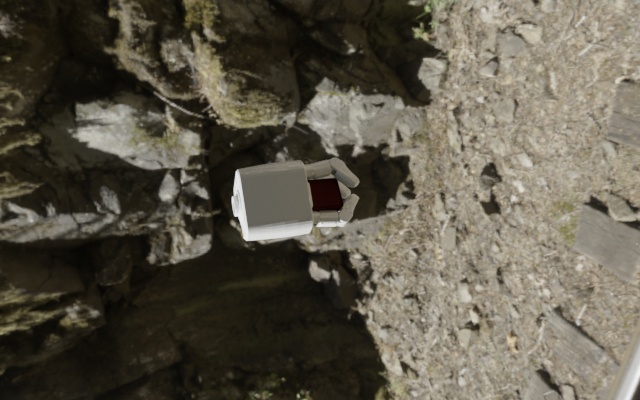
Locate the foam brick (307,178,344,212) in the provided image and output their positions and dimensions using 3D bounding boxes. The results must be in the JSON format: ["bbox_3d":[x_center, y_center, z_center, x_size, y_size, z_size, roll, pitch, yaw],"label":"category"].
[{"bbox_3d":[0.000,0.003,0.801,0.051,0.053,0.078,-6,-24,-16],"label":"foam brick"}]
